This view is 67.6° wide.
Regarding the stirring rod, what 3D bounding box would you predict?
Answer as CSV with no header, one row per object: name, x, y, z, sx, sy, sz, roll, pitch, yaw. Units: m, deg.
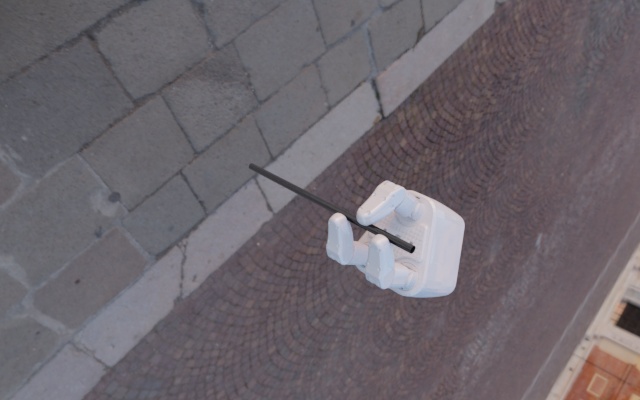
stirring rod,0.000,0.002,0.511,0.239,0.011,0.011,27,17,38
